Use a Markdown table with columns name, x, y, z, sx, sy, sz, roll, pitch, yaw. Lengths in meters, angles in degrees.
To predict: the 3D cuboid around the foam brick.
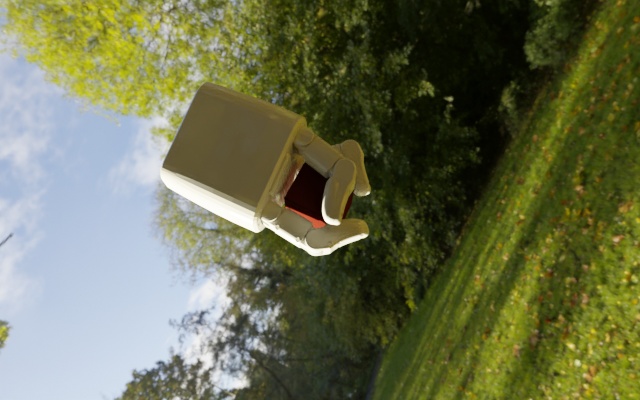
| name | x | y | z | sx | sy | sz | roll | pitch | yaw |
| --- | --- | --- | --- | --- | --- | --- | --- | --- | --- |
| foam brick | 0.000 | 0.002 | 0.479 | 0.051 | 0.053 | 0.078 | 25 | -20 | 10 |
